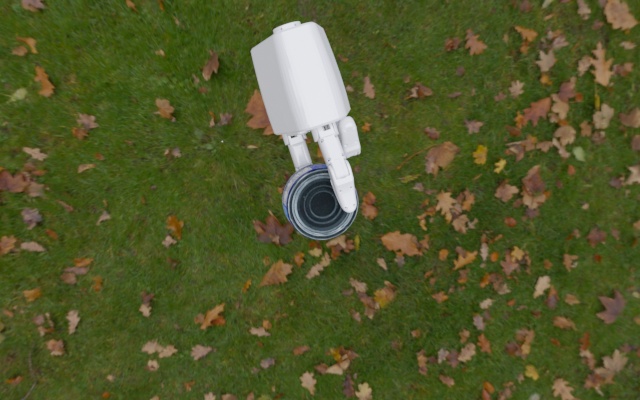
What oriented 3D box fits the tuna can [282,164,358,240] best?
[{"bbox_3d":[0.000,0.002,0.555,0.086,0.086,0.033,0,12,-14],"label":"tuna can"}]
